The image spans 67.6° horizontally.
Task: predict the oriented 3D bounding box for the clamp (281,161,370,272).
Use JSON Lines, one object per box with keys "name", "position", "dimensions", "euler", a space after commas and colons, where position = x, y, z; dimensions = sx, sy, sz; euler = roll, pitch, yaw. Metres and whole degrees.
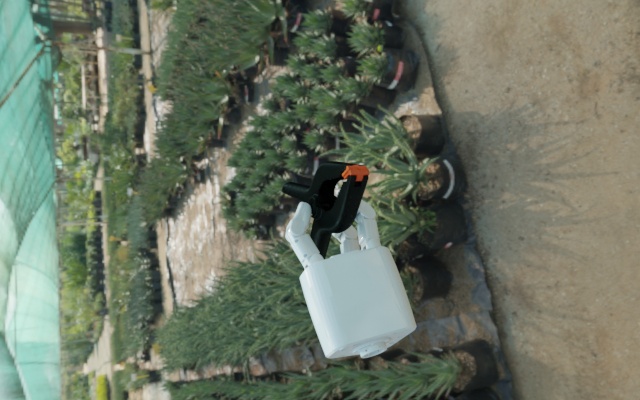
{"name": "clamp", "position": [0.000, 0.002, 0.647], "dimensions": [0.036, 0.164, 0.210], "euler": [-3, -32, -28]}
